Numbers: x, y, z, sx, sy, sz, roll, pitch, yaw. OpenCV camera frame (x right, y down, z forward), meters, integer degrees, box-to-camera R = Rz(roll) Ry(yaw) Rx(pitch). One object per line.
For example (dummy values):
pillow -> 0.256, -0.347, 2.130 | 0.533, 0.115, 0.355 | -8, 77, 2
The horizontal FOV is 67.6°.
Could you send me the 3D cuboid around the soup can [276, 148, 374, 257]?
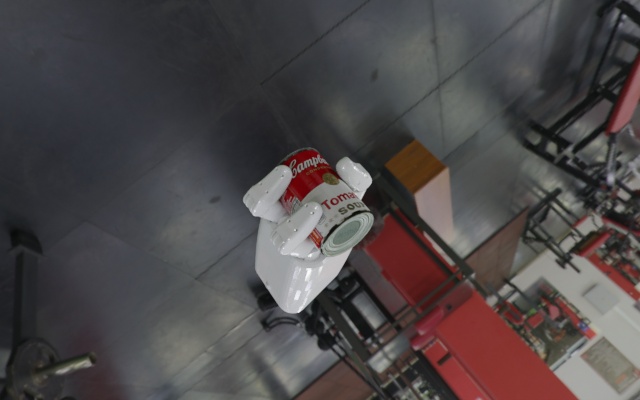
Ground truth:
soup can -> 0.000, 0.001, 0.509 | 0.068, 0.068, 0.102 | 0, 42, -50
